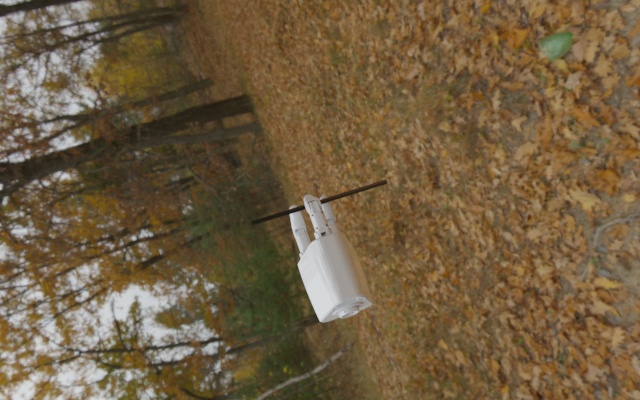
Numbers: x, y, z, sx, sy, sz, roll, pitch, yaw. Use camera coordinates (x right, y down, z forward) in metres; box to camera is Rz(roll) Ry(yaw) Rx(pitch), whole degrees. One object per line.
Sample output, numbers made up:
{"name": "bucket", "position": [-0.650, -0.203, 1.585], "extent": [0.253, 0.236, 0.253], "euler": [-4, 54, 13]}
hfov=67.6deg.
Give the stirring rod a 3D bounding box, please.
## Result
{"name": "stirring rod", "position": [0.000, 0.003, 0.806], "extent": [0.239, 0.011, 0.011], "euler": [-17, 3, -9]}
